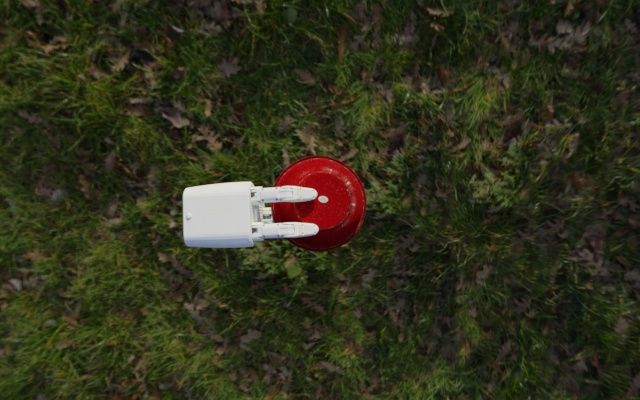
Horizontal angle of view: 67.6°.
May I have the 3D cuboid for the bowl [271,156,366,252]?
[{"bbox_3d":[0.001,0.002,0.773,0.162,0.162,0.055,0,-5,-6],"label":"bowl"}]
